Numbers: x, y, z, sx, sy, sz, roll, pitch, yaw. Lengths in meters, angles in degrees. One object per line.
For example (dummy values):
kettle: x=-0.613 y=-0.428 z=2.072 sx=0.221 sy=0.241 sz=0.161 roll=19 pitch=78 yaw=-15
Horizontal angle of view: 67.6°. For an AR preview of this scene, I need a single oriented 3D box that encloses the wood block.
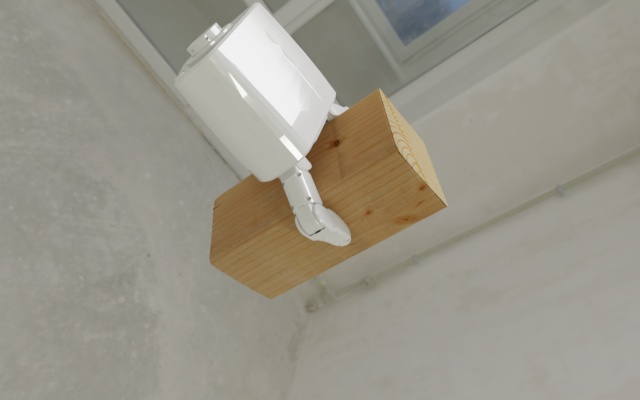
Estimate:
wood block: x=0.000 y=0.001 z=0.459 sx=0.206 sy=0.090 sz=0.090 roll=-31 pitch=-49 yaw=23
